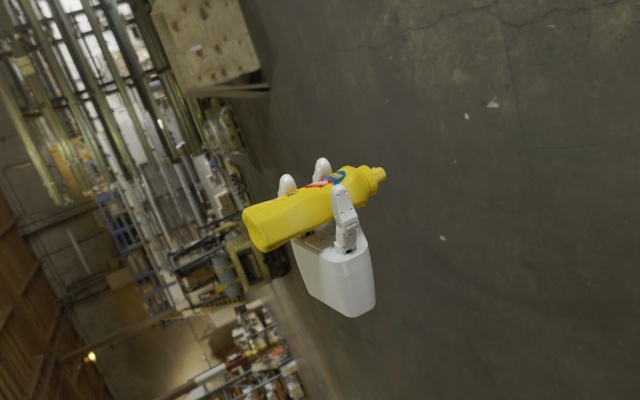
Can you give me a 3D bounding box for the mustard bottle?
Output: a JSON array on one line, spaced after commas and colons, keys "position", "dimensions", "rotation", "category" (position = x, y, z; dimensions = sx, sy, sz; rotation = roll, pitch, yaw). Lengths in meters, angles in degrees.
[{"position": [0.000, 0.002, 0.610], "dimensions": [0.191, 0.058, 0.096], "rotation": [-24, 8, -17], "category": "mustard bottle"}]
